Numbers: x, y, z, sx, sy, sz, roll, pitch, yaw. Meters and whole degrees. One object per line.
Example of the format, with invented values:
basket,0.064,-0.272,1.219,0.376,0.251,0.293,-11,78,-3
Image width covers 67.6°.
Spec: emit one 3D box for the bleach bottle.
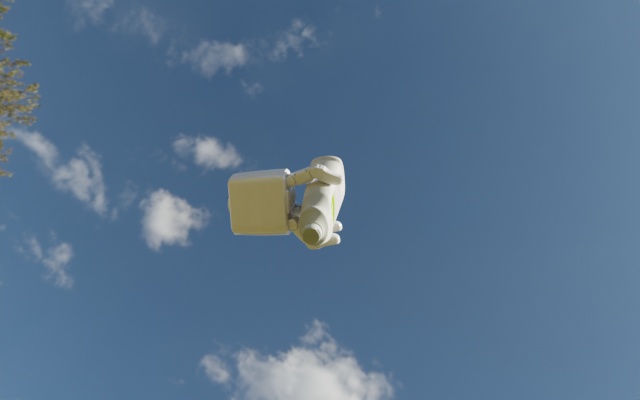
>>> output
bleach bottle,0.000,0.003,0.857,0.068,0.103,0.250,-4,21,9
